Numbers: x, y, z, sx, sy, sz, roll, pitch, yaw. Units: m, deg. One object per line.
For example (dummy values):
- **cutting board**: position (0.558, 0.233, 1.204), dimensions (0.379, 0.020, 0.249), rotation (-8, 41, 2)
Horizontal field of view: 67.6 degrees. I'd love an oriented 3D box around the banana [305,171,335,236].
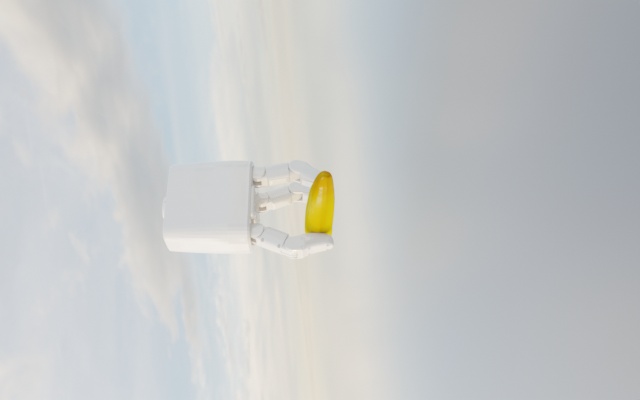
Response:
- **banana**: position (-0.001, 0.021, 0.620), dimensions (0.037, 0.069, 0.198), rotation (4, -13, 1)
